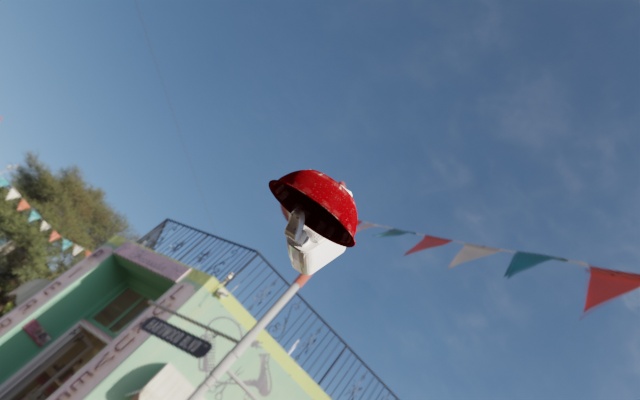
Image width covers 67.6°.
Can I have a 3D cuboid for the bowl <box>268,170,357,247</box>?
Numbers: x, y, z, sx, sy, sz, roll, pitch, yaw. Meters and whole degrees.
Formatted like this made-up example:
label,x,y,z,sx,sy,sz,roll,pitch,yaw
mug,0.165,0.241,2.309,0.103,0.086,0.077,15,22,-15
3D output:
label,x,y,z,sx,sy,sz,roll,pitch,yaw
bowl,0.000,0.002,0.731,0.162,0.055,0.162,34,-15,11
